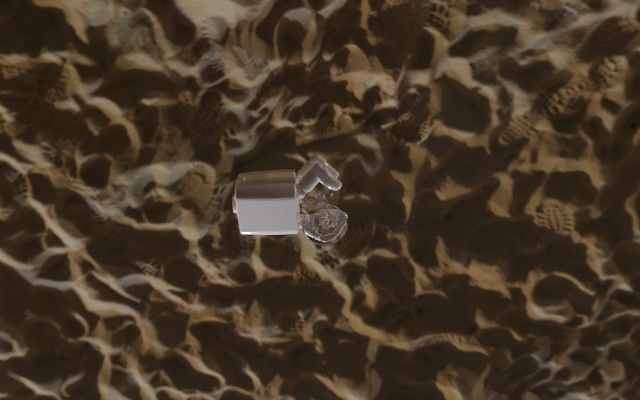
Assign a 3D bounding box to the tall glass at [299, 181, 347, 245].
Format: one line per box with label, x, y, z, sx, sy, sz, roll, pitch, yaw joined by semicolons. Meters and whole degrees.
tall glass;0.000;0.003;0.866;0.079;0.079;0.201;0;22;-4
